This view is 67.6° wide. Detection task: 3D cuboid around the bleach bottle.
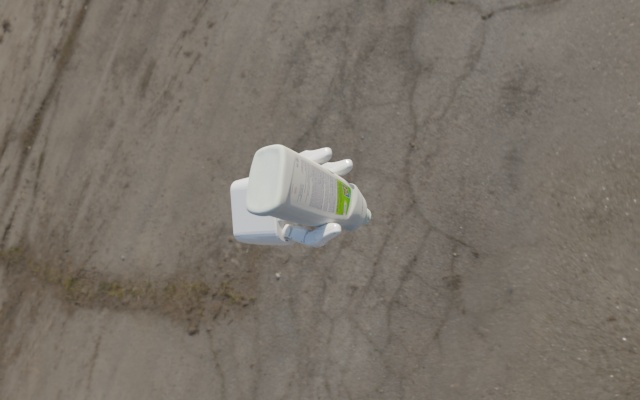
[{"bbox_3d":[0.000,0.002,0.732,0.068,0.102,0.251,-6,-19,37],"label":"bleach bottle"}]
